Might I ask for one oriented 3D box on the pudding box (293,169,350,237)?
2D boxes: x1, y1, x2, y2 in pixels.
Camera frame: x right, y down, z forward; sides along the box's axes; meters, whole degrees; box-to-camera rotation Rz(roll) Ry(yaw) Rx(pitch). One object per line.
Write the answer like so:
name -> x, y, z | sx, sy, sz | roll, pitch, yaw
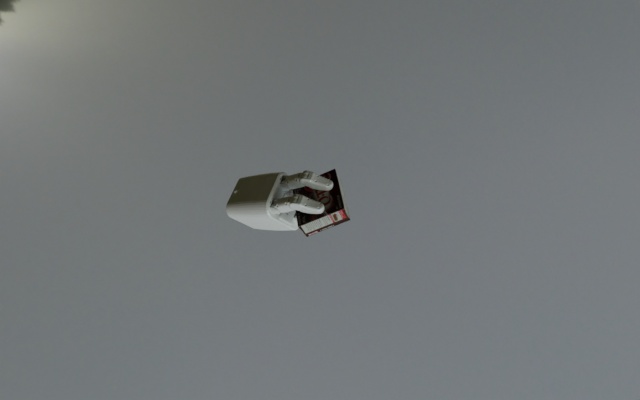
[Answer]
pudding box -> 0.000, 0.003, 0.873 | 0.090, 0.113, 0.039 | -23, -46, 11
